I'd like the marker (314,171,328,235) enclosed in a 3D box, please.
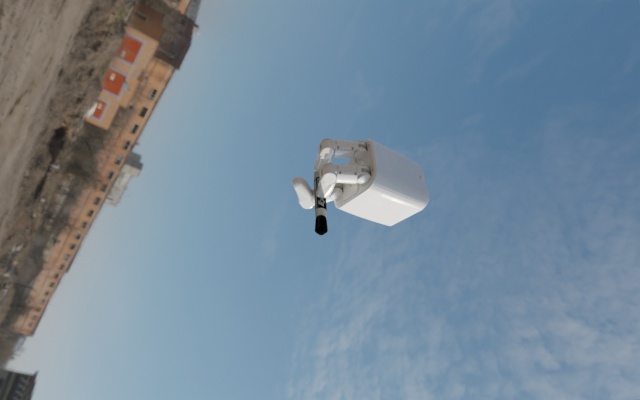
[{"bbox_3d":[0.000,0.002,0.720,0.020,0.121,0.020,-1,-42,-1],"label":"marker"}]
